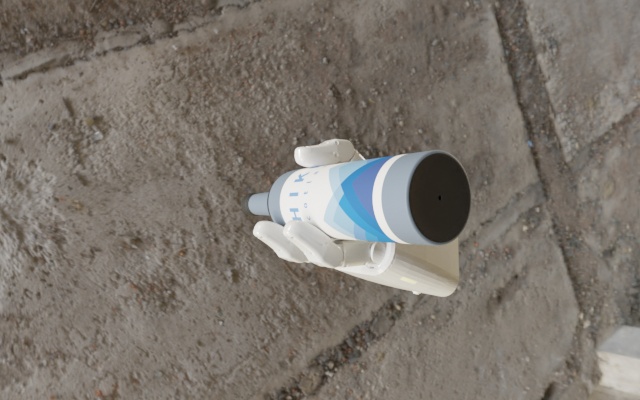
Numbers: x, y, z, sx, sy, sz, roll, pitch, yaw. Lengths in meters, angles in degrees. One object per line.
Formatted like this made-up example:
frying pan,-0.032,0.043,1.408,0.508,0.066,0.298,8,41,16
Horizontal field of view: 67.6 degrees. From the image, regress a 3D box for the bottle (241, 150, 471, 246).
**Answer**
bottle,0.000,0.001,0.450,0.069,0.069,0.296,0,-1,-34
